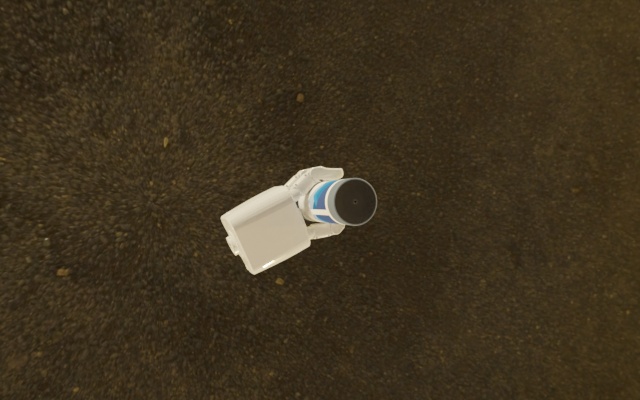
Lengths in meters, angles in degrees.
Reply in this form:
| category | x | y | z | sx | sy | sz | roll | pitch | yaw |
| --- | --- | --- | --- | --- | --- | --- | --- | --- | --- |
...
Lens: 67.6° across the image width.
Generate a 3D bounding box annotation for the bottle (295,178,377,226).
| category | x | y | z | sx | sy | sz | roll | pitch | yaw |
| --- | --- | --- | --- | --- | --- | --- | --- | --- | --- |
| bottle | 0.000 | 0.003 | 0.800 | 0.069 | 0.069 | 0.295 | 0 | 0 | -19 |
